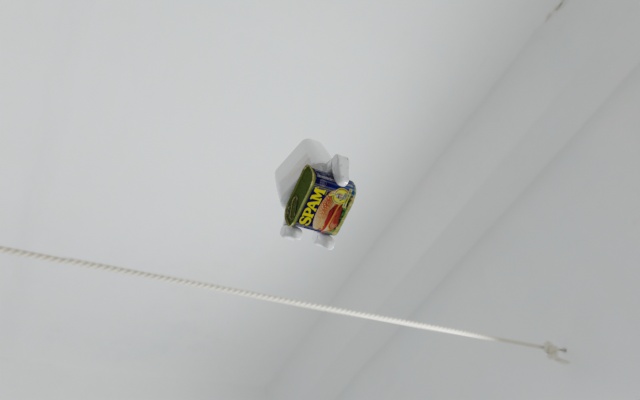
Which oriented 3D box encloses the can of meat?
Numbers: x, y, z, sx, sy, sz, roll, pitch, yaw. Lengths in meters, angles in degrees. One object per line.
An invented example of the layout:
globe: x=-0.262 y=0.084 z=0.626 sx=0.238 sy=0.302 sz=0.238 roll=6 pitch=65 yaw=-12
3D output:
can of meat: x=0.000 y=0.003 z=0.776 sx=0.084 sy=0.102 sz=0.057 roll=16 pitch=24 yaw=-24
